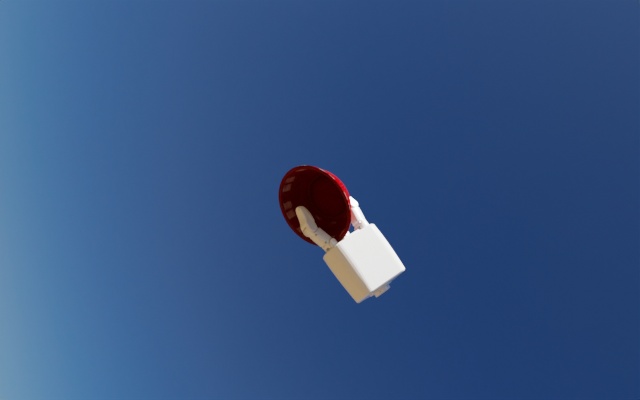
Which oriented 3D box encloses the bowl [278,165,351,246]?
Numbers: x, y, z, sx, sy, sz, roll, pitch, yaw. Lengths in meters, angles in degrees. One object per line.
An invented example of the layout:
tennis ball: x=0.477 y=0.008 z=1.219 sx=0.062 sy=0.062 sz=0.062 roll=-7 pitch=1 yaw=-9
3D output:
bowl: x=0.000 y=0.002 z=0.899 sx=0.162 sy=0.162 sz=0.055 roll=0 pitch=22 yaw=36
